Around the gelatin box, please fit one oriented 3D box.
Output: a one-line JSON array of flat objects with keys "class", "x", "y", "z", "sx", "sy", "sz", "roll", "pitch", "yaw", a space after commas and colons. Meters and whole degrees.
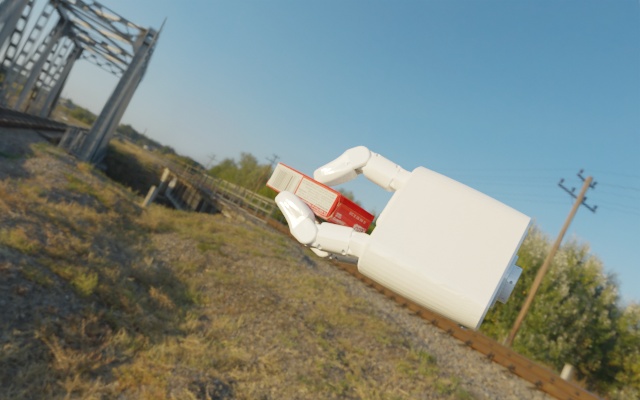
[{"class": "gelatin box", "x": 0.000, "y": 0.001, "z": 0.480, "sx": 0.089, "sy": 0.030, "sz": 0.073, "roll": 29, "pitch": -2, "yaw": 36}]
